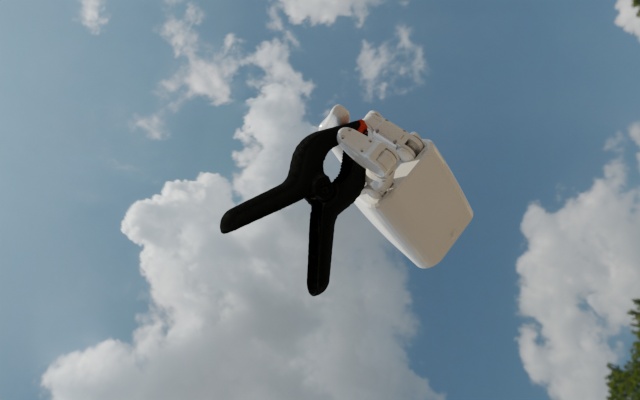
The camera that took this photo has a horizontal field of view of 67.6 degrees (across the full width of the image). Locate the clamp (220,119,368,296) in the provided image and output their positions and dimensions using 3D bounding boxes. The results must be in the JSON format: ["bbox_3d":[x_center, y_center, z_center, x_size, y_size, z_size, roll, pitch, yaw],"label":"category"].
[{"bbox_3d":[0.000,0.001,0.453,0.120,0.171,0.039,50,-19,-26],"label":"clamp"}]
